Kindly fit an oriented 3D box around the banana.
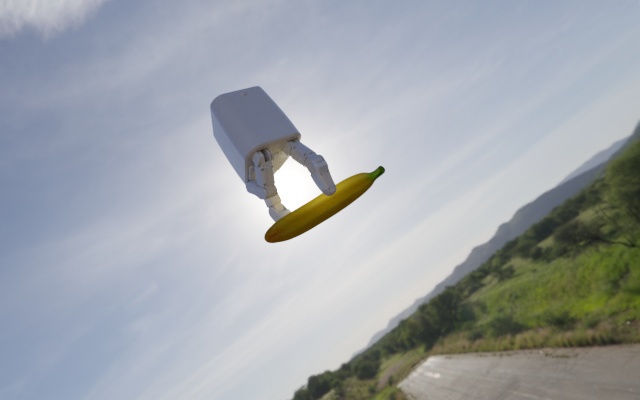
[{"bbox_3d":[0.002,0.007,0.691,0.198,0.037,0.070,-33,-16,-13],"label":"banana"}]
